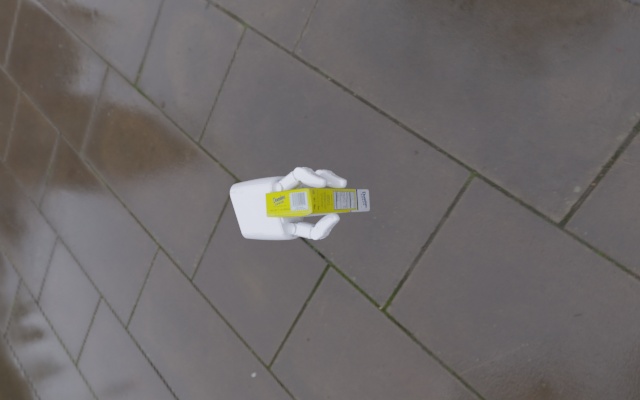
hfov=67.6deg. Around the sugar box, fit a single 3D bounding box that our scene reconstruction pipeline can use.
[{"bbox_3d":[0.000,0.002,0.811,0.093,0.048,0.176,-4,1,36],"label":"sugar box"}]
